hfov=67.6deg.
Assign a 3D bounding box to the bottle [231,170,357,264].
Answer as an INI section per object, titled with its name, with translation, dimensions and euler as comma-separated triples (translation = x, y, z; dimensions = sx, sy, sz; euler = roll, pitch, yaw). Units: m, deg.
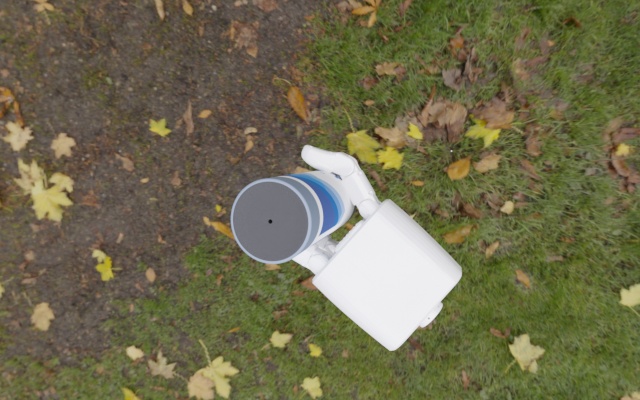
[bottle]
translation = 0.000, 0.002, 0.505
dimensions = 0.069, 0.069, 0.295
euler = 0, 6, 15
